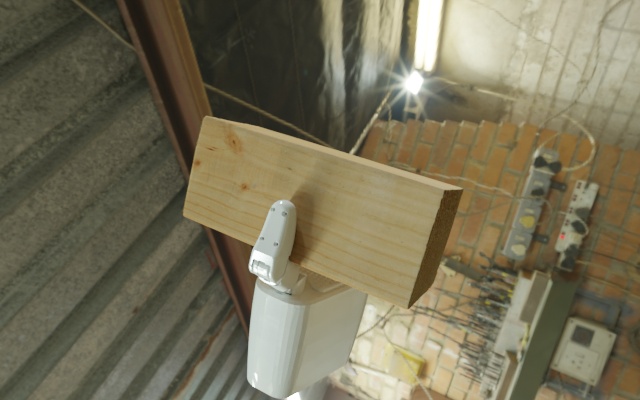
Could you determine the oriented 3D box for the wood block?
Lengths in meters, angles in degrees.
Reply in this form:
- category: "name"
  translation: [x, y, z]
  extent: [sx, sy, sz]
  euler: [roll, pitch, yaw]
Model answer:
- category: "wood block"
  translation: [0.000, 0.002, 0.400]
  extent: [0.206, 0.090, 0.091]
  euler: [19, 11, 22]
